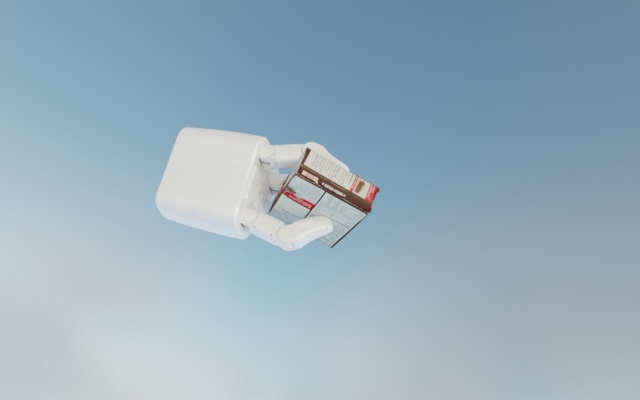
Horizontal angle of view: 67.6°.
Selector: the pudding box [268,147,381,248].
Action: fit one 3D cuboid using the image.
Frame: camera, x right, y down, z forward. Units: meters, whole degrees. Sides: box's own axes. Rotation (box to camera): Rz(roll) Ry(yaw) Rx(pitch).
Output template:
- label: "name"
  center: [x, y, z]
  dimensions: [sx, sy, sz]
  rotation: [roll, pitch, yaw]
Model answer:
- label: "pudding box"
  center: [0.000, 0.002, 0.529]
  dimensions: [0.090, 0.039, 0.113]
  rotation: [28, -29, -7]
